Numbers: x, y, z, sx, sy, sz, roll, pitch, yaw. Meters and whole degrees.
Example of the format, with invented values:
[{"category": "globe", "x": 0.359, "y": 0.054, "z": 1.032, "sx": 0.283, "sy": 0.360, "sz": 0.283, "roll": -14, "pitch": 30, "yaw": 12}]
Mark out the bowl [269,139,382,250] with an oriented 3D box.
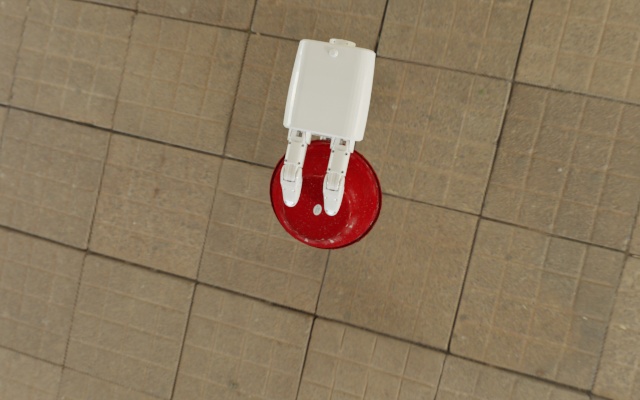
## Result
[{"category": "bowl", "x": 0.000, "y": 0.004, "z": 0.646, "sx": 0.162, "sy": 0.162, "sz": 0.055, "roll": 0, "pitch": 18, "yaw": 13}]
